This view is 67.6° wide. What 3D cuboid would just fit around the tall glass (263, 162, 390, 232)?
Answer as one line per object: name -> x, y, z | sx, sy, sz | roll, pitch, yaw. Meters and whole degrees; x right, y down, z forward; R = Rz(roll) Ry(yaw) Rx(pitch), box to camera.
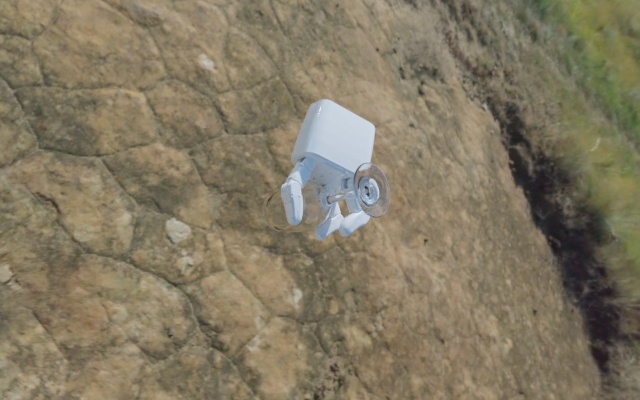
tall glass -> 0.001, 0.002, 0.699 | 0.079, 0.079, 0.201 | 0, -10, -45
